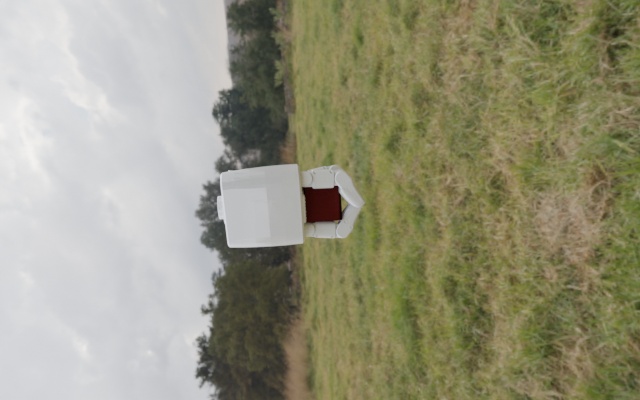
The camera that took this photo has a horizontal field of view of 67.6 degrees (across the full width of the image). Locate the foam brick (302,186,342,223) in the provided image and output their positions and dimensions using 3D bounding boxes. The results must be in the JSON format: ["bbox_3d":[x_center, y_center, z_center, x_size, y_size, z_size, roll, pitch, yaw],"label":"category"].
[{"bbox_3d":[0.000,0.002,0.697,0.051,0.053,0.078,-4,2,-5],"label":"foam brick"}]
